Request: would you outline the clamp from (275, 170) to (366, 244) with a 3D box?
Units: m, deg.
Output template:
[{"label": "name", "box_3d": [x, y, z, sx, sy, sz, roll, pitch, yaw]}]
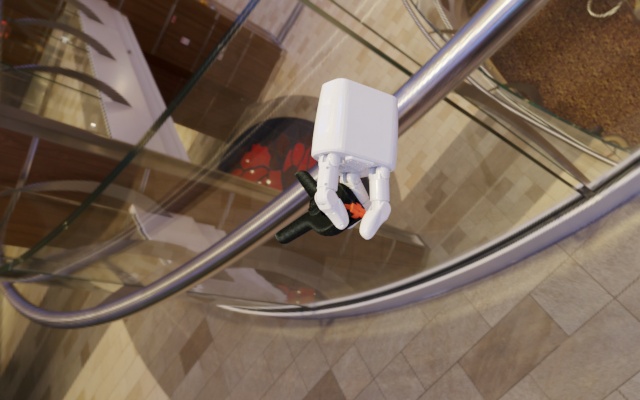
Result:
[{"label": "clamp", "box_3d": [0.000, 0.002, 0.703, 0.039, 0.120, 0.171, 20, -19, -41]}]
